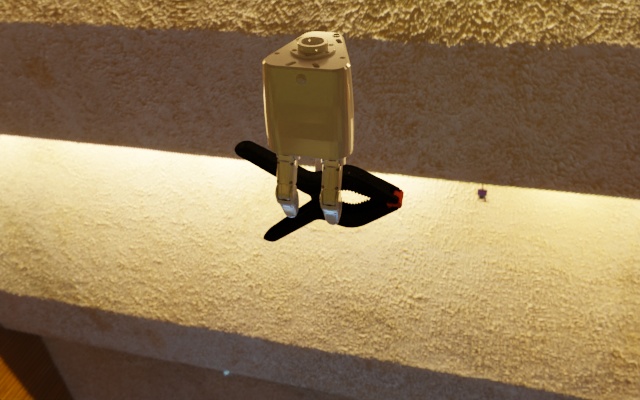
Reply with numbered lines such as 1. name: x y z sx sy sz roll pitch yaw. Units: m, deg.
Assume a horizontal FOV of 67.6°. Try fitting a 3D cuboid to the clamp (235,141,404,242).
1. clamp: 0.001 0.001 0.620 0.210 0.165 0.036 7 43 12
